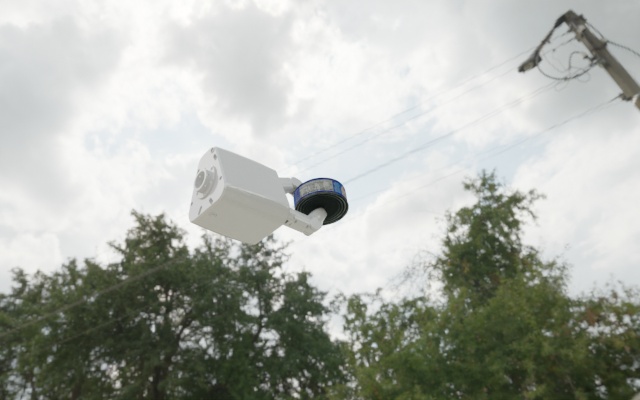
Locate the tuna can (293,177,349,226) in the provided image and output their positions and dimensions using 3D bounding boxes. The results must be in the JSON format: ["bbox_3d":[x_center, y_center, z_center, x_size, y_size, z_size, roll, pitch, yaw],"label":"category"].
[{"bbox_3d":[0.000,0.002,0.752,0.086,0.033,0.086,-5,-38,-4],"label":"tuna can"}]
